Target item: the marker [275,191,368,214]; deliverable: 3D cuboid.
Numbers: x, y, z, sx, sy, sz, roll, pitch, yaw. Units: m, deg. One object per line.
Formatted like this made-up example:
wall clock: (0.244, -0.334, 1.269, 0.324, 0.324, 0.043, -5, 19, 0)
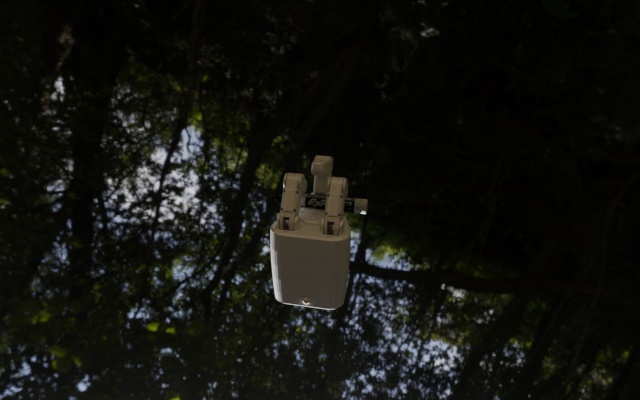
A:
marker: (0.000, 0.002, 0.619, 0.121, 0.020, 0.020, 6, 1, 10)
